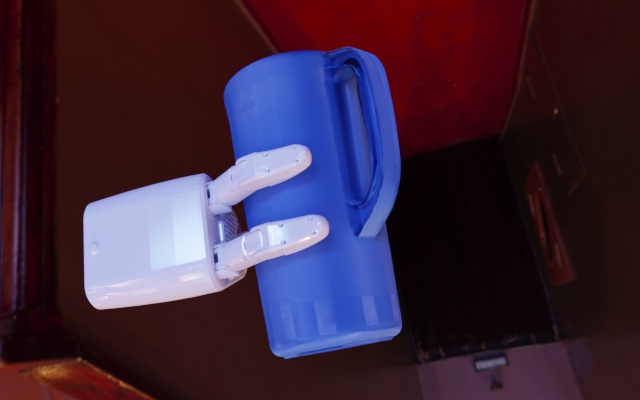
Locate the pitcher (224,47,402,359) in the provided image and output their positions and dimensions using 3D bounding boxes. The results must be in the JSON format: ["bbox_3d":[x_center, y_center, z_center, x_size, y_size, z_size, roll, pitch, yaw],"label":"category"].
[{"bbox_3d":[0.000,0.001,0.410,0.145,0.242,0.149,-12,-18,4],"label":"pitcher"}]
